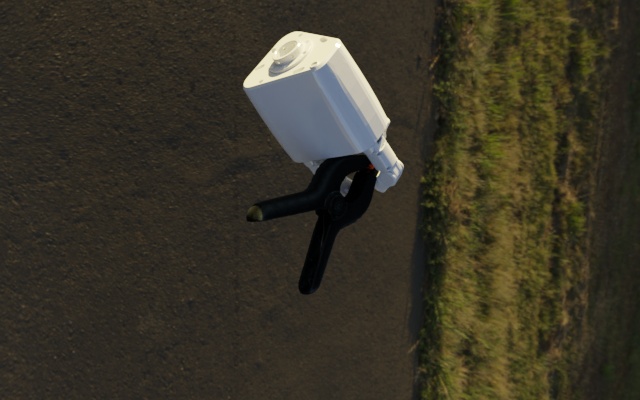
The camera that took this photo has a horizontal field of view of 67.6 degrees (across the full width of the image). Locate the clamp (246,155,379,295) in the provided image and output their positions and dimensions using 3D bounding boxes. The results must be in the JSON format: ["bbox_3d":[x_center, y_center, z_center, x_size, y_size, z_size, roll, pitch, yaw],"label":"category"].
[{"bbox_3d":[0.001,0.002,0.508,0.039,0.171,0.120,12,-31,45],"label":"clamp"}]
